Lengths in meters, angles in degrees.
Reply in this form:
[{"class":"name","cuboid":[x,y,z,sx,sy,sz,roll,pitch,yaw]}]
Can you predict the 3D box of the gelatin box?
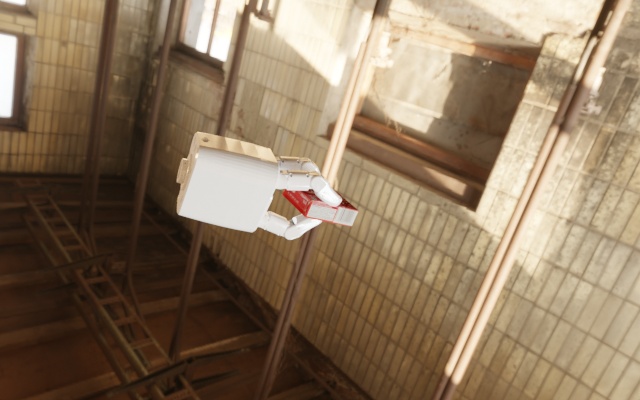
[{"class":"gelatin box","cuboid":[0.000,0.003,0.694,0.089,0.030,0.073,13,19,-35]}]
